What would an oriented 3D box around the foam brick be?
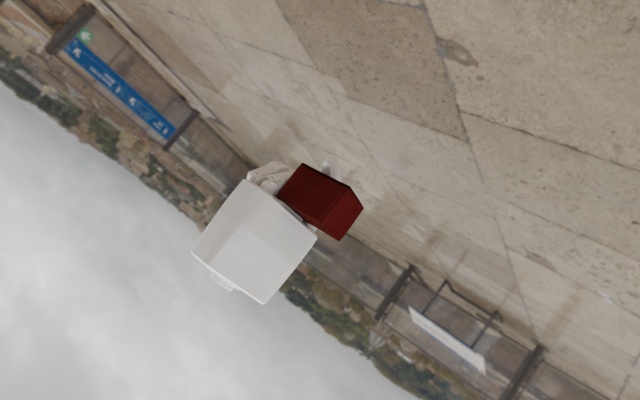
[{"bbox_3d":[0.000,0.002,0.549,0.078,0.051,0.053,29,-13,38],"label":"foam brick"}]
